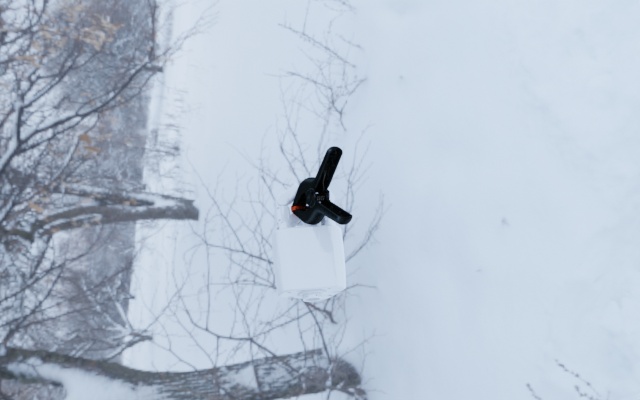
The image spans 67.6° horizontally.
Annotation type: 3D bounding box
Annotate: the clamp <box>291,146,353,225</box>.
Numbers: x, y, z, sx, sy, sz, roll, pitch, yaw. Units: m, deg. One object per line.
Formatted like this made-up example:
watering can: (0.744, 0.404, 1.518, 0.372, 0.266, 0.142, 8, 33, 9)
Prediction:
clamp: (-0.001, 0.002, 0.768, 0.039, 0.120, 0.171, 4, -25, -23)
